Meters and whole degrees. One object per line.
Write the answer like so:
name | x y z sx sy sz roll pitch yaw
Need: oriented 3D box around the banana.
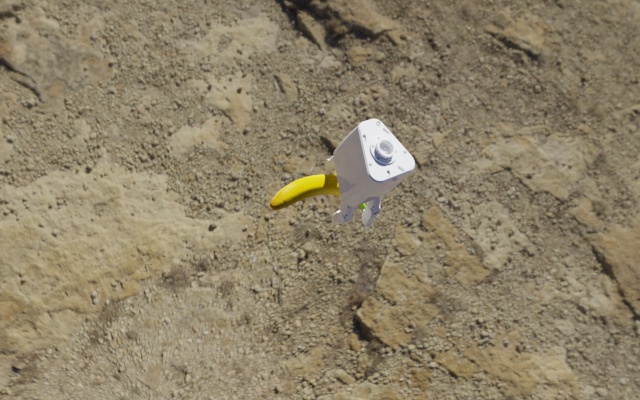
banana | 0.002 -0.015 0.881 0.198 0.069 0.037 2 -17 -22
